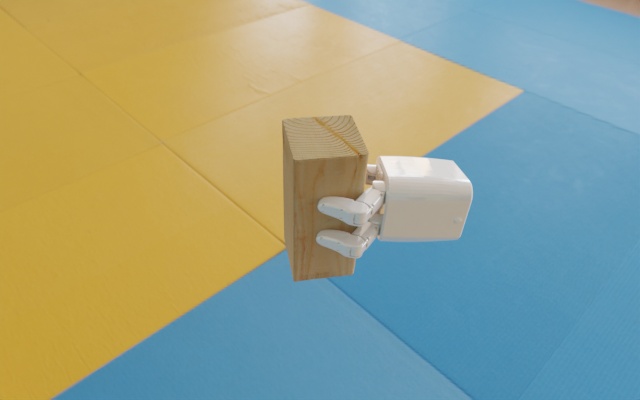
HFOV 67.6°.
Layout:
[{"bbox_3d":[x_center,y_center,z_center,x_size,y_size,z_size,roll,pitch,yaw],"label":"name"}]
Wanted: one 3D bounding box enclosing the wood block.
[{"bbox_3d":[0.000,0.002,0.627,0.090,0.206,0.090,-5,41,-10],"label":"wood block"}]
